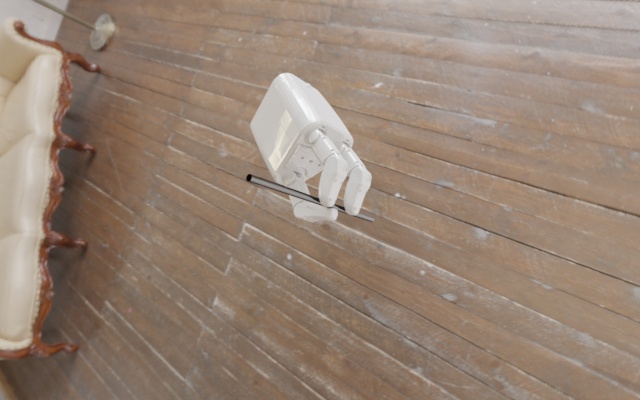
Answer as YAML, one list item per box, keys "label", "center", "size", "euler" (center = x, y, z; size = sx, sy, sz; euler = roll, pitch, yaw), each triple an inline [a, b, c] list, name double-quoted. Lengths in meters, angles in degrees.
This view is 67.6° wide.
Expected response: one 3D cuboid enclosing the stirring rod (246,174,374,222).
- label: "stirring rod"
  center: [0.000, 0.002, 0.567]
  size: [0.011, 0.011, 0.239]
  euler: [0, -12, 37]
